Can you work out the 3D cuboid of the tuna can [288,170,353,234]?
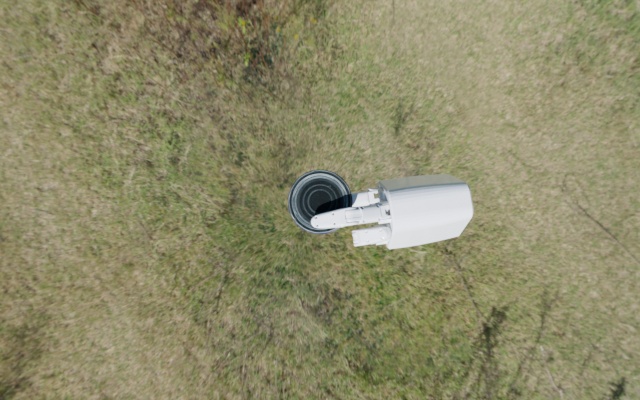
[{"bbox_3d":[0.000,0.002,0.634,0.086,0.086,0.034,0,-2,3],"label":"tuna can"}]
